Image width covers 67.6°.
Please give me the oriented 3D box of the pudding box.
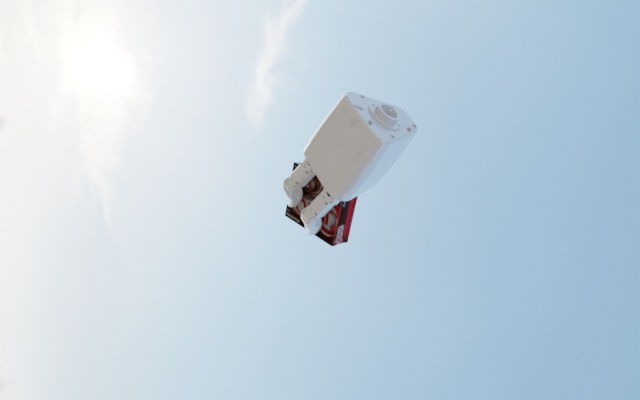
[{"bbox_3d":[0.000,0.002,0.701,0.039,0.090,0.113,-7,27,-41],"label":"pudding box"}]
